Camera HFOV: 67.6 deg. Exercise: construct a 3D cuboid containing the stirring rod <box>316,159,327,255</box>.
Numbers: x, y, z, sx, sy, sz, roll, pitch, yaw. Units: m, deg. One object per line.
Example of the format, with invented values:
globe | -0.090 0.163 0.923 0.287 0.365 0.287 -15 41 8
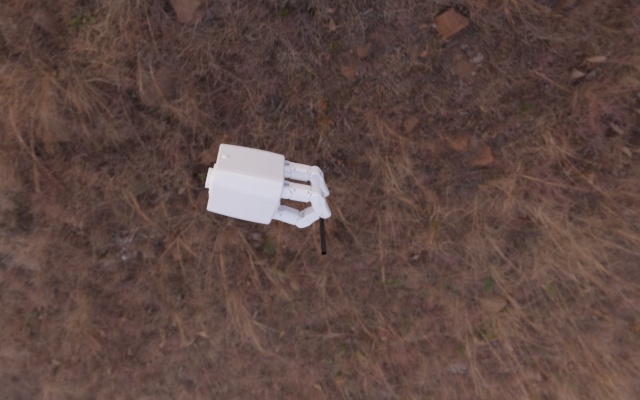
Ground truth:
stirring rod | 0.000 0.003 0.812 0.011 0.011 0.239 0 40 -3
